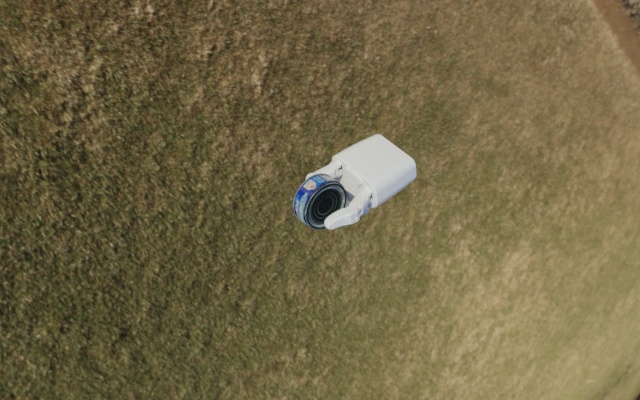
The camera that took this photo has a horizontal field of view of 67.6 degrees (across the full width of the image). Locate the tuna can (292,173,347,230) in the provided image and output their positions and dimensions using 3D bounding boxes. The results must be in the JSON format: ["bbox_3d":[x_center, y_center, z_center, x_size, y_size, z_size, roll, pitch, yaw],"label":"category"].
[{"bbox_3d":[0.000,0.003,0.756,0.086,0.086,0.033,0,26,-42],"label":"tuna can"}]
